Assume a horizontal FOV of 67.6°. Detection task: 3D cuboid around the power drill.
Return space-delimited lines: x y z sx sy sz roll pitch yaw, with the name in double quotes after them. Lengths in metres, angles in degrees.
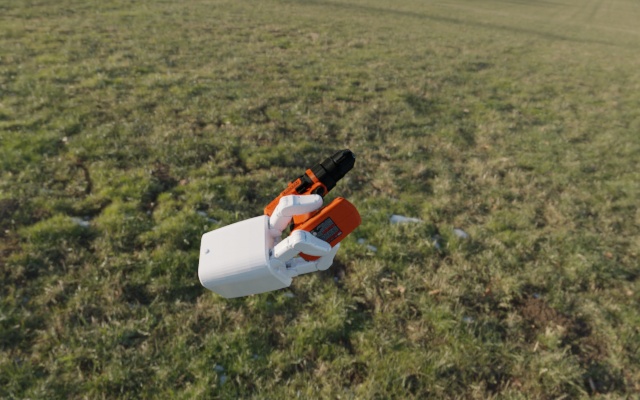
0.000 0.003 0.751 0.184 0.057 0.187 -41 23 4 "power drill"
